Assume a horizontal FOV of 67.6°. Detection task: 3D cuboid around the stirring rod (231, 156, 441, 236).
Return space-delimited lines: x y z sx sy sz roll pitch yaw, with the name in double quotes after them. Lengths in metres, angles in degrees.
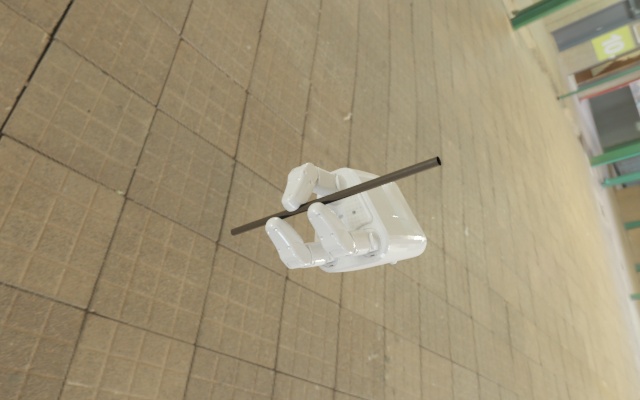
0.000 0.001 0.446 0.239 0.011 0.011 -19 -11 34 "stirring rod"
